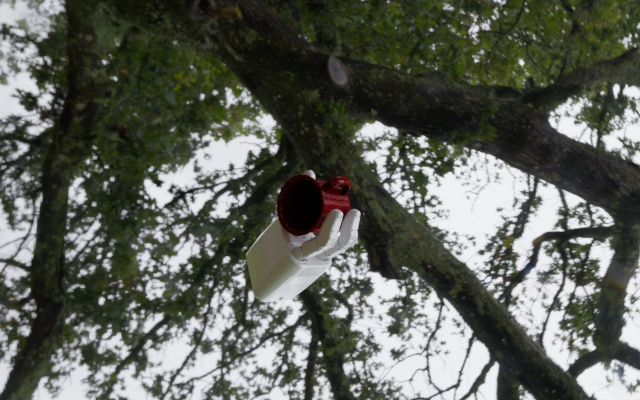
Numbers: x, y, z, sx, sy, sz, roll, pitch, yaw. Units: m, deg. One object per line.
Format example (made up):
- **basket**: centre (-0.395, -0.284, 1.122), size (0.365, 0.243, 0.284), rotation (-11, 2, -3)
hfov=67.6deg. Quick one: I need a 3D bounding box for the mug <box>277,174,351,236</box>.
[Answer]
- **mug**: centre (0.001, 0.001, 0.743), size (0.117, 0.093, 0.081), rotation (-44, -28, 26)
